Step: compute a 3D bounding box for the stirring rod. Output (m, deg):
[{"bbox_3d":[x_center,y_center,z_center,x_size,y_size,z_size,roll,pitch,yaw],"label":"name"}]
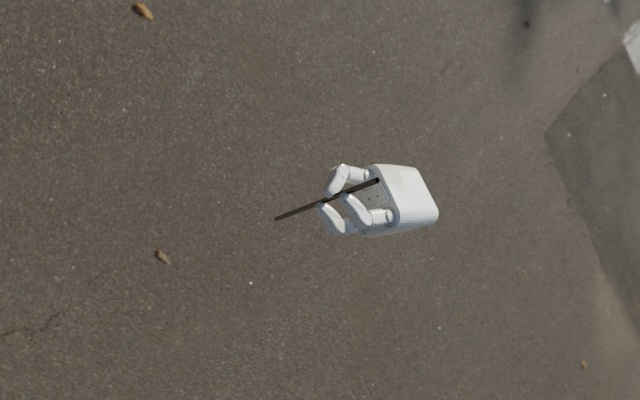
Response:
[{"bbox_3d":[0.000,0.002,0.718,0.011,0.011,0.239,0,-14,-40],"label":"stirring rod"}]
